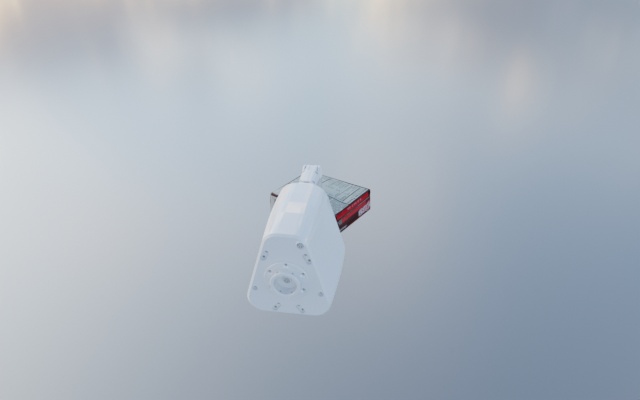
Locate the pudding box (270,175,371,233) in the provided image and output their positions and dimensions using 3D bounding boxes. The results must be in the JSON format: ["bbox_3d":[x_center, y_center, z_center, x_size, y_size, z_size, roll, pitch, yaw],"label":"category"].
[{"bbox_3d":[0.000,0.002,0.662,0.113,0.039,0.090,21,35,31],"label":"pudding box"}]
